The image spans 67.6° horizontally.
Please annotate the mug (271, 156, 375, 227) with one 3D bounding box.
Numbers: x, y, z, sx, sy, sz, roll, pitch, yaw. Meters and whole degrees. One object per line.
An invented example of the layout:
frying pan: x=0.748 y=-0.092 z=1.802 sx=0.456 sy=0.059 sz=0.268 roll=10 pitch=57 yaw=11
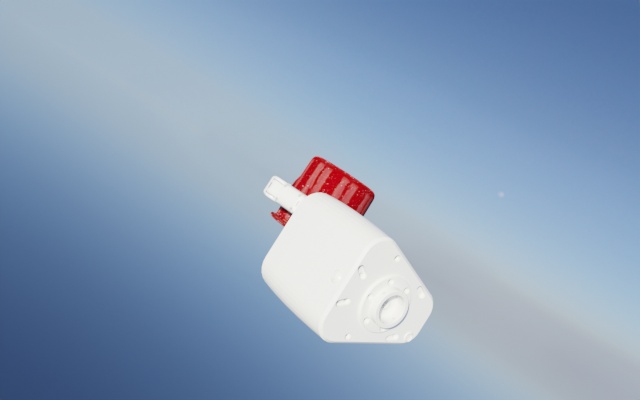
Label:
mug: x=0.000 y=0.001 z=0.533 sx=0.093 sy=0.081 sz=0.117 roll=33 pitch=1 yaw=-35
